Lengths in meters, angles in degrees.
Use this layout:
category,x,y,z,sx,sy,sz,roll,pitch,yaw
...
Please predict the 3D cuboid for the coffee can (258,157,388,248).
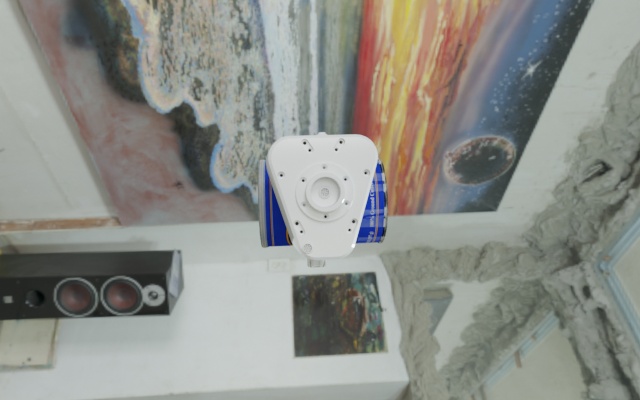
category,x,y,z,sx,sy,sz,roll,pitch,yaw
coffee can,0.000,0.002,0.562,0.140,0.103,0.103,-2,0,-4
